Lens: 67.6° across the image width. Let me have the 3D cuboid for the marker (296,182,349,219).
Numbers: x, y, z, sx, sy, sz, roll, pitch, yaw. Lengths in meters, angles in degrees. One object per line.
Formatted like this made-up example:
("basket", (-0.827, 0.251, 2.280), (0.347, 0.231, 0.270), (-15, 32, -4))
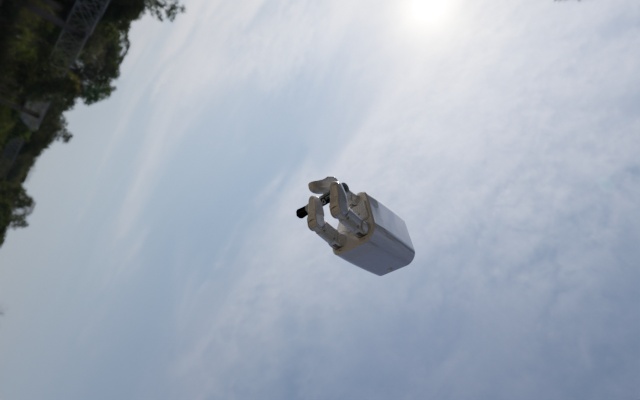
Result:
("marker", (0.000, 0.003, 0.799), (0.020, 0.020, 0.121), (0, -23, -45))
